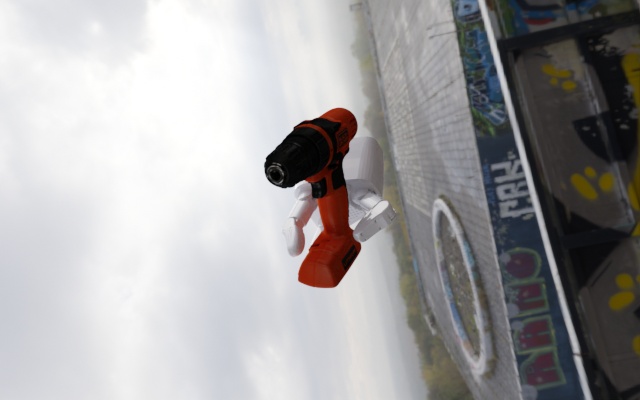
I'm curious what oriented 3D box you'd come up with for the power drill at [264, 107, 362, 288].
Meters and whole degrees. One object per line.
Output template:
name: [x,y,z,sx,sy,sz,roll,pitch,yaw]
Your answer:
power drill: [0.000,0.002,0.541,0.057,0.188,0.184,7,27,24]
